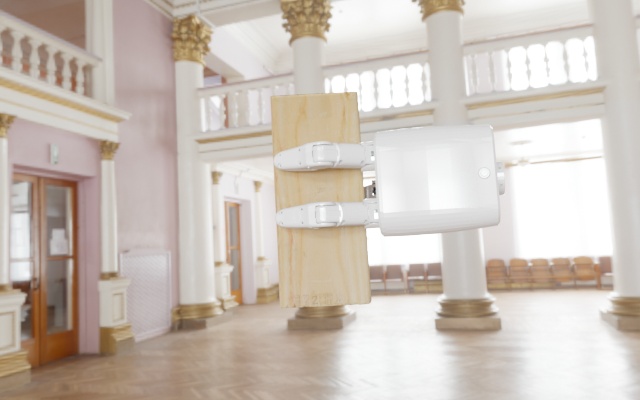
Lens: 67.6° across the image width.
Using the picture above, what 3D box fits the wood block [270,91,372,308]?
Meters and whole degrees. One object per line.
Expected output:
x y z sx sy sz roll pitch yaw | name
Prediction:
0.000 0.002 0.502 0.090 0.206 0.091 -3 -5 2 | wood block
